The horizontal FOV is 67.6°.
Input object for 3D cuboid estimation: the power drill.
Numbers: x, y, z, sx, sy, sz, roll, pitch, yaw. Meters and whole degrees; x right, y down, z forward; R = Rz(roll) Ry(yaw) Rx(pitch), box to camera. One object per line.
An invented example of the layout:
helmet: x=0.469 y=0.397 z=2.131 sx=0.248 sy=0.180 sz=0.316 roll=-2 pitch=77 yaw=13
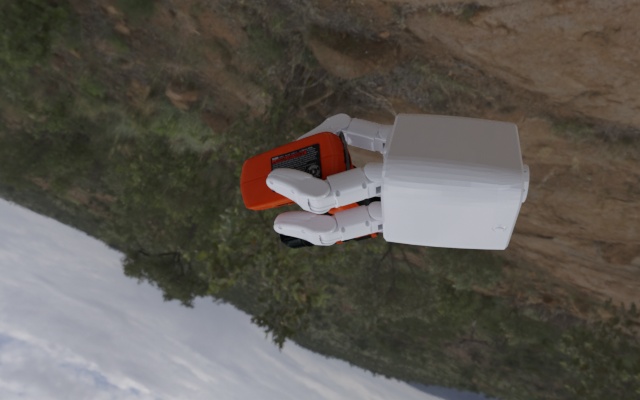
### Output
power drill: x=0.000 y=0.002 z=0.507 sx=0.184 sy=0.057 sz=0.188 roll=-18 pitch=-23 yaw=23
